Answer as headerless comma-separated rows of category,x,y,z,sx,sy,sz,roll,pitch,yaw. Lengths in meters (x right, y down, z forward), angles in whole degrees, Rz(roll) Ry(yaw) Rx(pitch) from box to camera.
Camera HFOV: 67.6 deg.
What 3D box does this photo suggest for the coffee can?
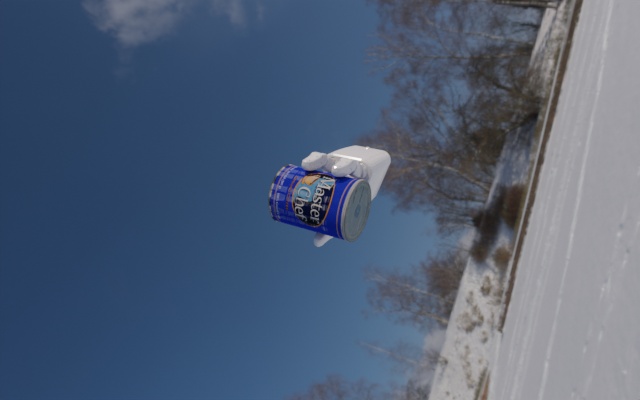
coffee can,0.000,0.003,0.792,0.140,0.103,0.103,14,6,26
